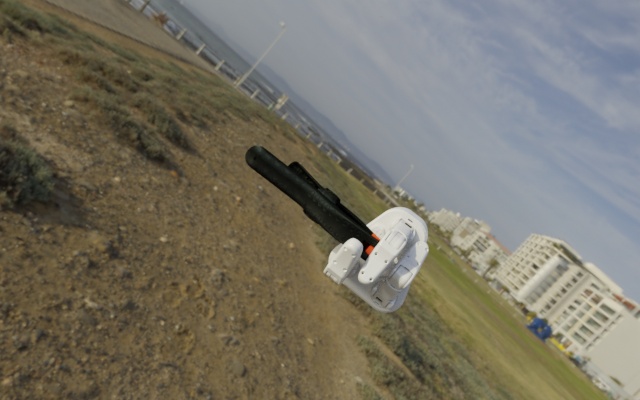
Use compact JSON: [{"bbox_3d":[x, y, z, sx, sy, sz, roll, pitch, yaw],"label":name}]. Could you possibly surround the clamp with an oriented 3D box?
[{"bbox_3d":[0.001,0.001,0.532,0.171,0.039,0.120,43,15,9],"label":"clamp"}]
